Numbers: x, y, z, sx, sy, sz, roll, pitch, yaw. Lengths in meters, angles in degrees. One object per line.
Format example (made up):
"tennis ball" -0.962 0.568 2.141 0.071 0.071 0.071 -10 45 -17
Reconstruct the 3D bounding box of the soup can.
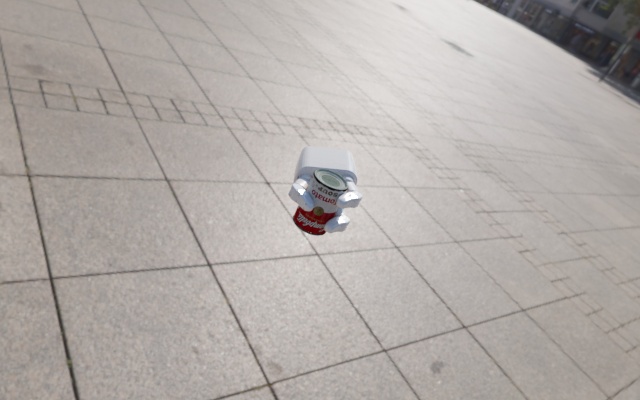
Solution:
"soup can" 0.000 0.003 0.850 0.068 0.102 0.068 20 29 -11
